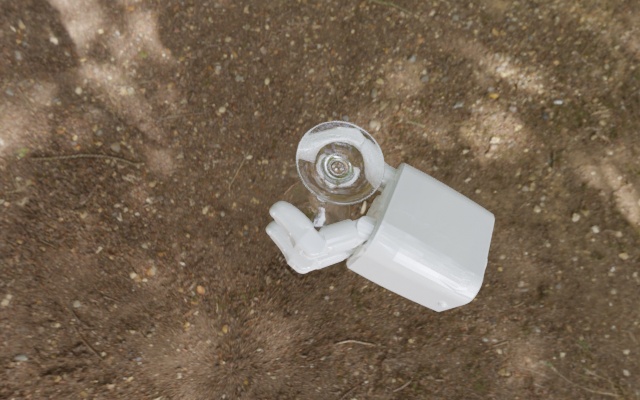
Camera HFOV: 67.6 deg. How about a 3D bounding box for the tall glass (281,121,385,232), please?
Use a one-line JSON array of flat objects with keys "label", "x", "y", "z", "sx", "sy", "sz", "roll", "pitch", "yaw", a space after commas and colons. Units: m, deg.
[{"label": "tall glass", "x": 0.000, "y": 0.001, "z": 0.478, "sx": 0.079, "sy": 0.079, "sz": 0.201, "roll": 0, "pitch": -19, "yaw": -11}]
